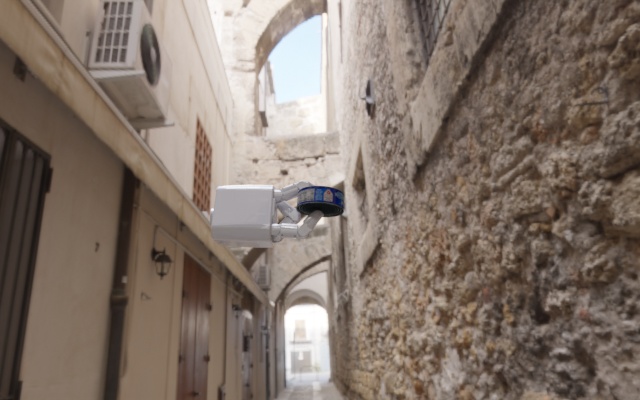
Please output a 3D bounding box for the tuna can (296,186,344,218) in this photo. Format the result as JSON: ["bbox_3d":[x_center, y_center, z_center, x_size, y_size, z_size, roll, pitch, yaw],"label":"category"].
[{"bbox_3d":[0.000,0.002,0.860,0.086,0.033,0.086,3,-18,1],"label":"tuna can"}]
